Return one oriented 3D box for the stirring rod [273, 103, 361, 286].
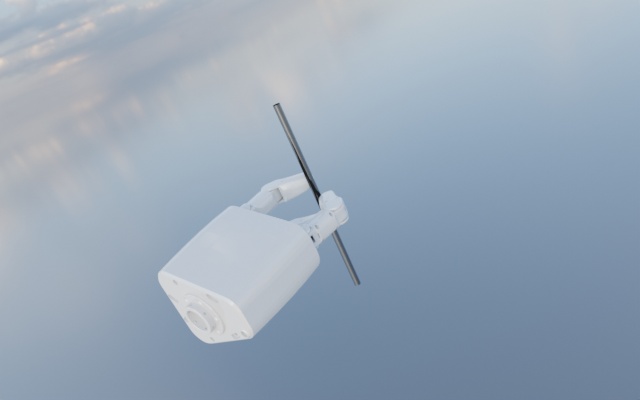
[{"bbox_3d":[0.000,0.002,0.539,0.011,0.240,0.011,-20,24,9],"label":"stirring rod"}]
